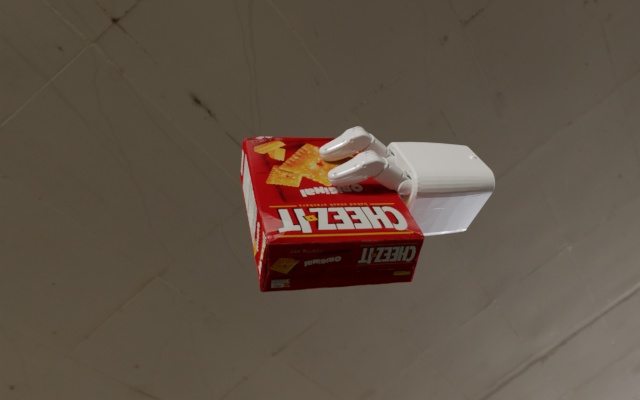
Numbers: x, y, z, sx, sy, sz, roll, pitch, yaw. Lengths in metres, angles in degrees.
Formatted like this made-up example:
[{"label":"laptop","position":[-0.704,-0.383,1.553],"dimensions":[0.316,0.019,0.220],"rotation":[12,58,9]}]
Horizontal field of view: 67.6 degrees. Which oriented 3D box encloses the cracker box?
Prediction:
[{"label":"cracker box","position":[0.000,0.002,0.550],"dimensions":[0.164,0.072,0.213],"rotation":[-2,35,-15]}]
